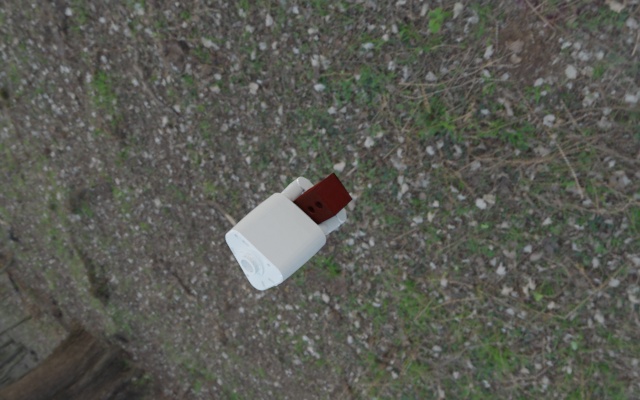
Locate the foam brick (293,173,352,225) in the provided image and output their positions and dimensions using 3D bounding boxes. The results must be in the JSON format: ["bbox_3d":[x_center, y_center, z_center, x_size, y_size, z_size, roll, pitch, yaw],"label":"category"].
[{"bbox_3d":[0.000,0.002,0.746,0.051,0.053,0.078,-41,5,-39],"label":"foam brick"}]
